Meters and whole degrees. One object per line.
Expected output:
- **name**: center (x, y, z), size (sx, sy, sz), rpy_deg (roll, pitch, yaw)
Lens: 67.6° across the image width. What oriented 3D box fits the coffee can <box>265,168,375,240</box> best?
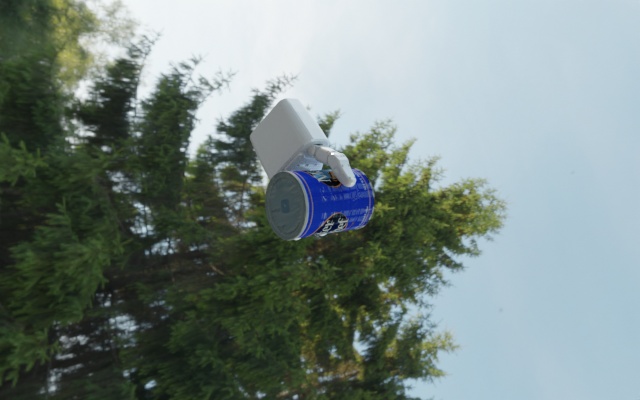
- **coffee can**: center (0.000, 0.003, 0.745), size (0.140, 0.103, 0.103), rpy_deg (-6, 4, -39)
